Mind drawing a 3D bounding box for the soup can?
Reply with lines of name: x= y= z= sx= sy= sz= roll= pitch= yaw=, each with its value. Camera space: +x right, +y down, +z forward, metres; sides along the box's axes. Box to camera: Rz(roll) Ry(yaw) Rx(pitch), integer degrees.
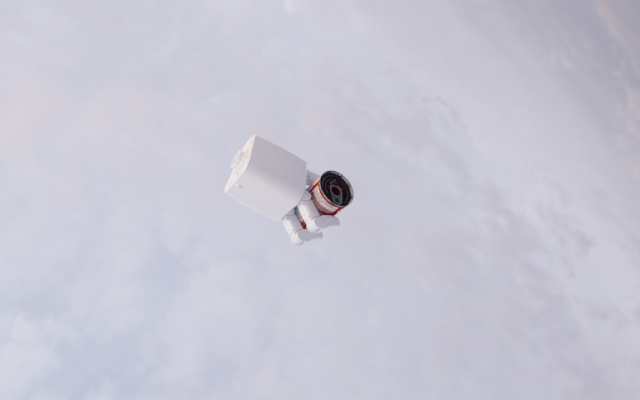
soup can: x=0.000 y=0.003 z=0.820 sx=0.068 sy=0.068 sz=0.102 roll=0 pitch=-27 yaw=-37
